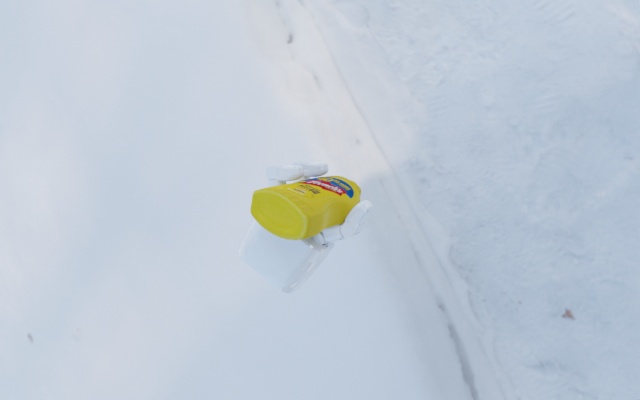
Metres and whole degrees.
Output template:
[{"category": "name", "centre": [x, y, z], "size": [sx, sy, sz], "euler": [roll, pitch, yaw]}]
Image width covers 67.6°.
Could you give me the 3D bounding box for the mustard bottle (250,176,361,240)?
[{"category": "mustard bottle", "centre": [0.000, 0.002, 0.666], "size": [0.096, 0.058, 0.191], "euler": [22, 22, 31]}]
